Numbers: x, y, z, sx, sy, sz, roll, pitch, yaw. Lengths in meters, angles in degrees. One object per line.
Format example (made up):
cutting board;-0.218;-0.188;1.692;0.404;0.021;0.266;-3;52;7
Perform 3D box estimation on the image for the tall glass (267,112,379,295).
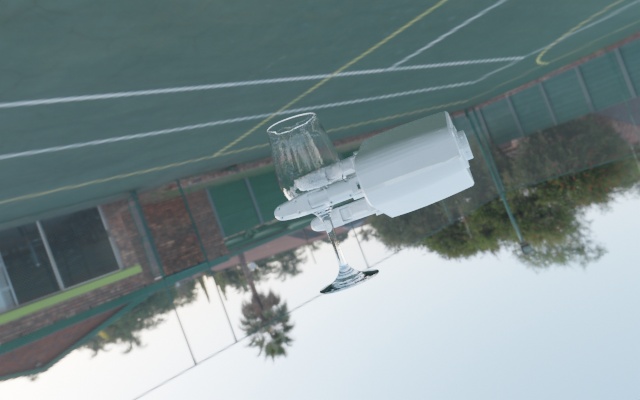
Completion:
tall glass;0.000;0.003;0.559;0.079;0.201;0.079;-20;-1;0
